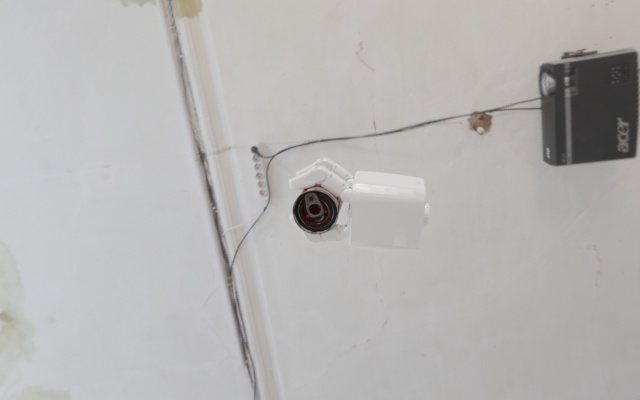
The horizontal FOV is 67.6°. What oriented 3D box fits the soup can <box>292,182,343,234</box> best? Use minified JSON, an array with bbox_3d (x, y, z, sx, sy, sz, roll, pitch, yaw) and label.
[{"bbox_3d":[0.000,0.002,0.736,0.068,0.068,0.102,0,17,9],"label":"soup can"}]
